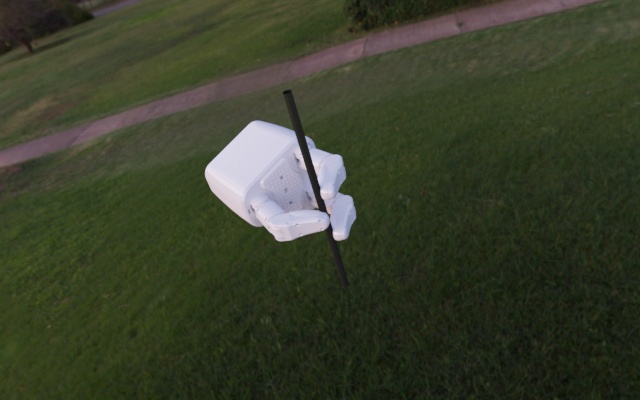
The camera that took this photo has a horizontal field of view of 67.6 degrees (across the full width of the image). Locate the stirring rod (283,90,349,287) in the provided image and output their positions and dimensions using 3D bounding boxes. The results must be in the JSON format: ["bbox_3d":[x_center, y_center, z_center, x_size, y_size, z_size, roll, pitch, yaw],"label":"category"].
[{"bbox_3d":[0.000,0.002,0.478,0.011,0.240,0.011,-11,35,8],"label":"stirring rod"}]
